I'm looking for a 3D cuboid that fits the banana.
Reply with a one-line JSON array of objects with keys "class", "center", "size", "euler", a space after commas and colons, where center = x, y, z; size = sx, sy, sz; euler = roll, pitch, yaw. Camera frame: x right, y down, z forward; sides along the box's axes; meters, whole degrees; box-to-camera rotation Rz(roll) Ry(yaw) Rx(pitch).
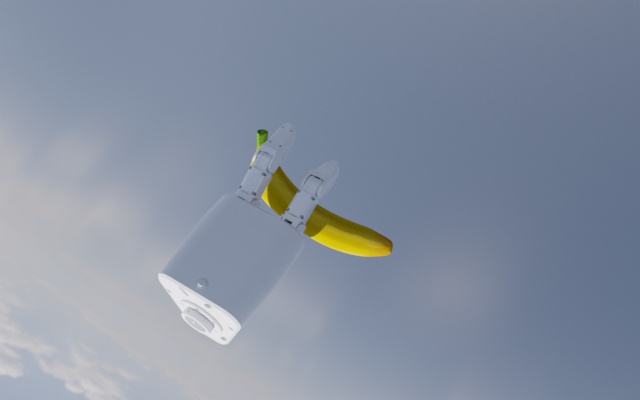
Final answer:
[{"class": "banana", "center": [-0.011, 0.009, 0.537], "size": [0.037, 0.198, 0.070], "euler": [-51, 2, -42]}]
